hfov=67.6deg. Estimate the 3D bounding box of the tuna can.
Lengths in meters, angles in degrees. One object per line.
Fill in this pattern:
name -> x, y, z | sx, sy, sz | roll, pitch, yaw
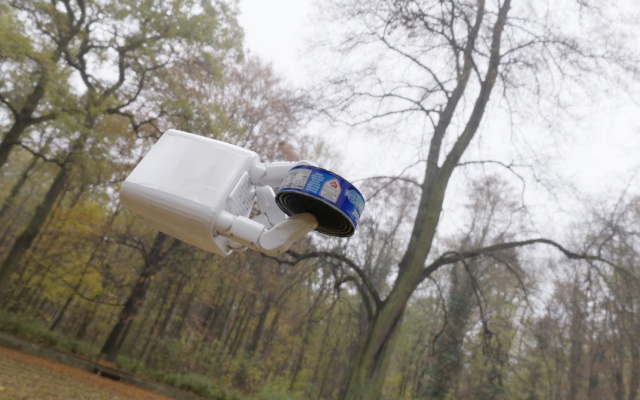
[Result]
tuna can -> 0.000, 0.001, 0.474 | 0.086, 0.033, 0.086 | 22, -22, 9
